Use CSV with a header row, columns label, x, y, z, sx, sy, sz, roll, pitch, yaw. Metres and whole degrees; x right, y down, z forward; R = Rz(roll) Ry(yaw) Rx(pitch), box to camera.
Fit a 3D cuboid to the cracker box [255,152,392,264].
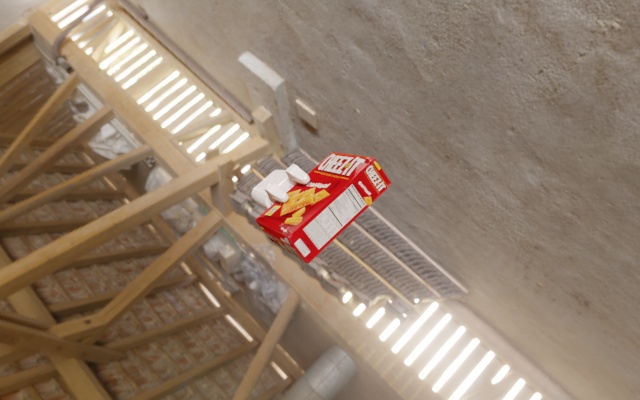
label,x,y,z,sx,sy,sz,roll,pitch,yaw
cracker box,0.000,0.003,0.886,0.213,0.072,0.164,-43,25,-14
